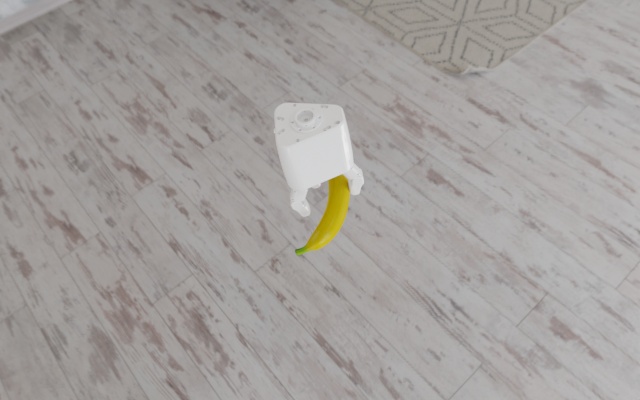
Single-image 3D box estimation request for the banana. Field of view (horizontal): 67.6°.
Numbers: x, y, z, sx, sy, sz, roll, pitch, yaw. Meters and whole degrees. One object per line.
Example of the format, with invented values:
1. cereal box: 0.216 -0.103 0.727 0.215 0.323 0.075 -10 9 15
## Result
1. banana: 0.016 0.009 0.836 0.069 0.197 0.037 10 -29 21
